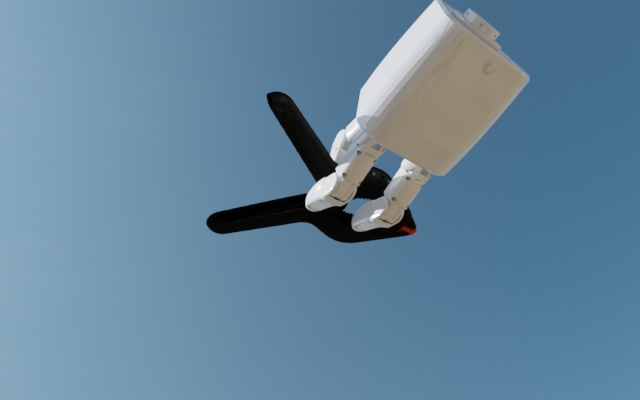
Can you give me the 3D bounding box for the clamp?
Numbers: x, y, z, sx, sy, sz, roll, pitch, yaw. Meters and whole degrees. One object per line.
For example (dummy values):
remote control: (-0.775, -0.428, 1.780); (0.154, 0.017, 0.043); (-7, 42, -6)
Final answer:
clamp: (0.001, 0.001, 0.479); (0.210, 0.165, 0.036); (24, 34, -26)
